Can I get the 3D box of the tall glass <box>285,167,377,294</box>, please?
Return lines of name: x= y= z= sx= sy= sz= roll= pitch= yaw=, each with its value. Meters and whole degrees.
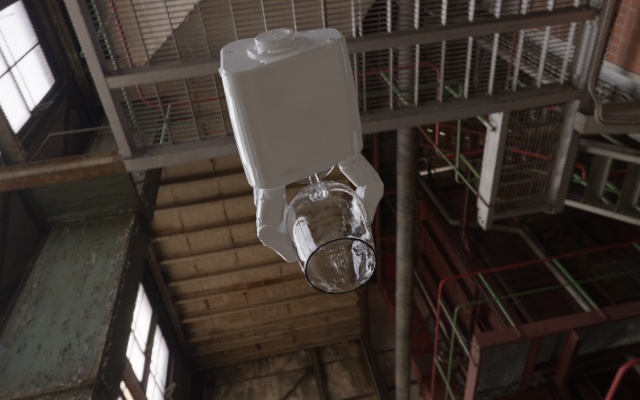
tall glass: x=0.000 y=0.001 z=0.476 sx=0.079 sy=0.079 sz=0.201 roll=0 pitch=33 yaw=-12
